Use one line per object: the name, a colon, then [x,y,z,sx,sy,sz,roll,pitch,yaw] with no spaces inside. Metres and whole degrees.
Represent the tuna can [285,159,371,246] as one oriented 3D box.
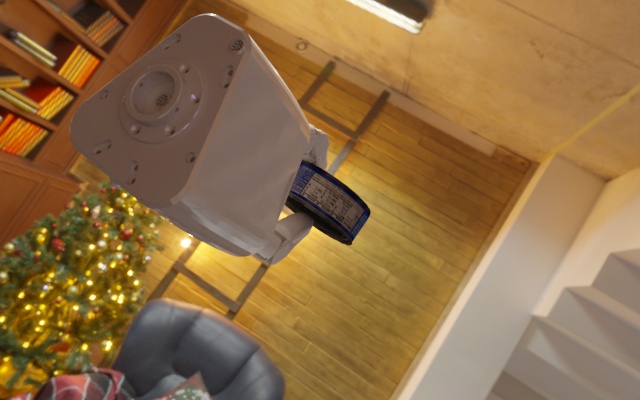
tuna can: [0.000,0.001,0.413,0.086,0.033,0.086,34,-10,7]
